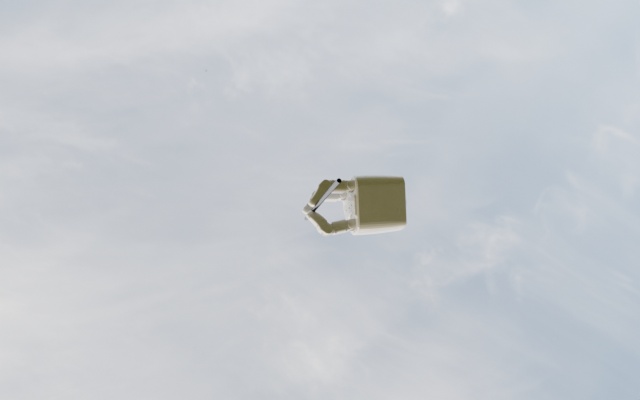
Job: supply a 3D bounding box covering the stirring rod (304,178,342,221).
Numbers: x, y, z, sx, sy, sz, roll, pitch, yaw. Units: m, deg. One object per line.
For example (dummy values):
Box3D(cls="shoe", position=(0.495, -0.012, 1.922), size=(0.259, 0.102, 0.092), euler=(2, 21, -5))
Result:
Box3D(cls="stirring rod", position=(0.000, 0.003, 0.864), size=(0.011, 0.011, 0.239), euler=(0, -17, -15))
